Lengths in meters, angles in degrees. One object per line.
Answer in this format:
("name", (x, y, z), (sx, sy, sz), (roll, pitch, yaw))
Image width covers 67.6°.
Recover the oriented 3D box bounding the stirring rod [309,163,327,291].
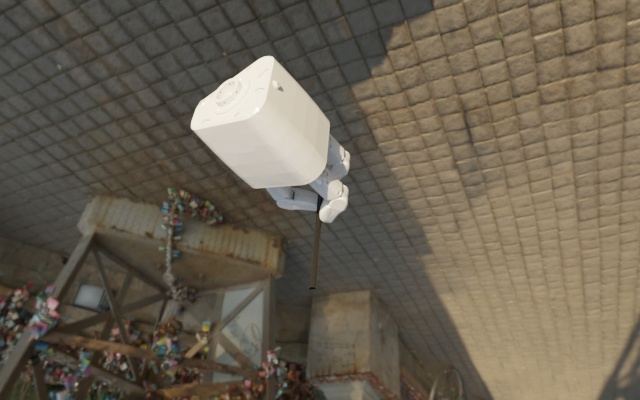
("stirring rod", (0.000, 0.002, 0.597), (0.011, 0.239, 0.011), (3, -37, 2))
